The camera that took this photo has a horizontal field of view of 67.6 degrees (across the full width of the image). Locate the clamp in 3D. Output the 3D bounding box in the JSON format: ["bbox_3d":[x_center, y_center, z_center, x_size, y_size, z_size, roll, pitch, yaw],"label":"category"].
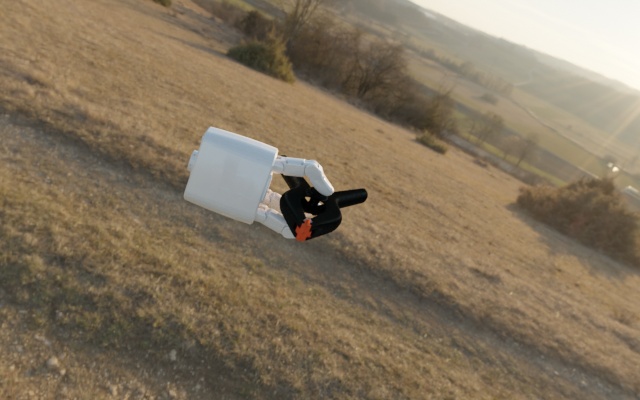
[{"bbox_3d":[0.000,0.002,0.726,0.164,0.036,0.210,19,26,-8],"label":"clamp"}]
